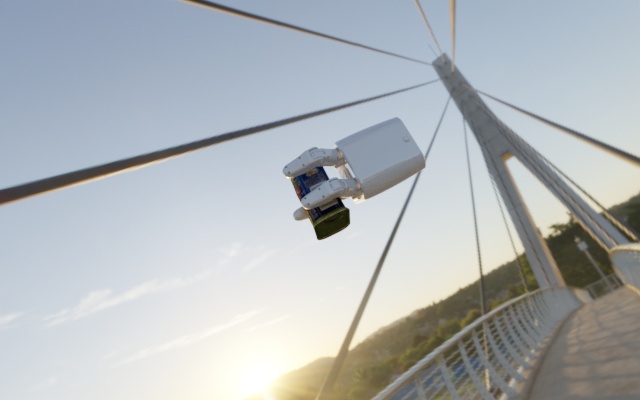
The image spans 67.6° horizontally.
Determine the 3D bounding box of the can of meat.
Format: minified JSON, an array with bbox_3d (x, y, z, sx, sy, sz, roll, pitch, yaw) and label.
[{"bbox_3d":[0.000,0.002,0.711,0.057,0.084,0.102,-26,-18,-4],"label":"can of meat"}]
